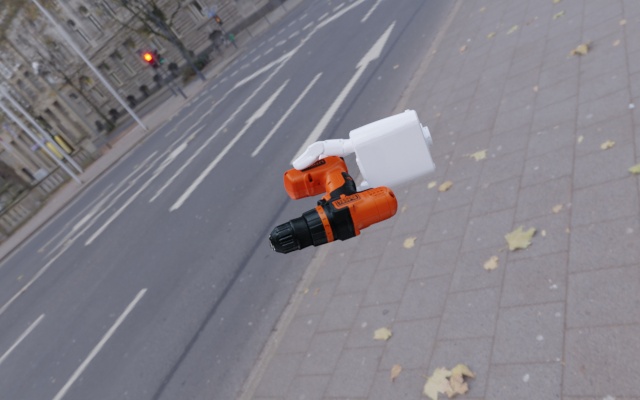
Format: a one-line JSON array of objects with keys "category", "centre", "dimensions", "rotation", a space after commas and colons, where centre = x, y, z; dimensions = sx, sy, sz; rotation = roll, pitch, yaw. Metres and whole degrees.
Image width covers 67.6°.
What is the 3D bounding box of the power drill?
[{"category": "power drill", "centre": [0.000, 0.002, 0.714], "dimensions": [0.184, 0.057, 0.187], "rotation": [-18, 29, -8]}]
